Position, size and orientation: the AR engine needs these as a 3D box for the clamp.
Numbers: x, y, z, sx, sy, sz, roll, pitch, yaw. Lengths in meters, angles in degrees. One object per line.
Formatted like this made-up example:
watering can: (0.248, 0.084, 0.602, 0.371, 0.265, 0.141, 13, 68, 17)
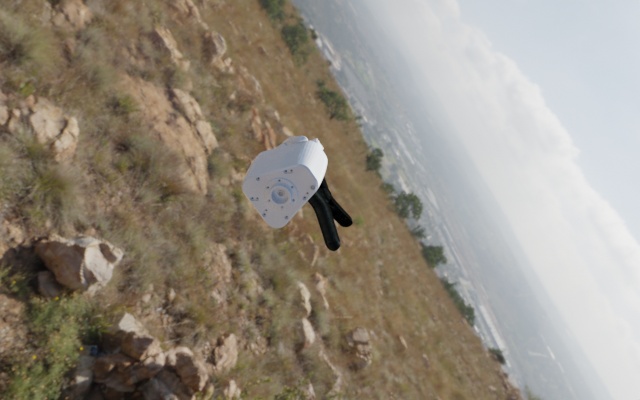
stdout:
clamp: (0.001, 0.002, 0.819, 0.039, 0.171, 0.120, -29, 18, 18)
